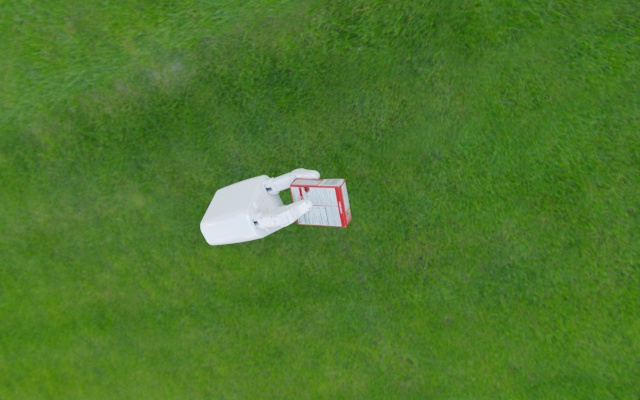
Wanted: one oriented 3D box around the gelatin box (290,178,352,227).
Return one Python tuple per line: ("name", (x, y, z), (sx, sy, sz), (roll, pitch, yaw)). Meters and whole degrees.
("gelatin box", (0.000, 0.003, 0.760), (0.089, 0.073, 0.030), (2, 29, 25))
